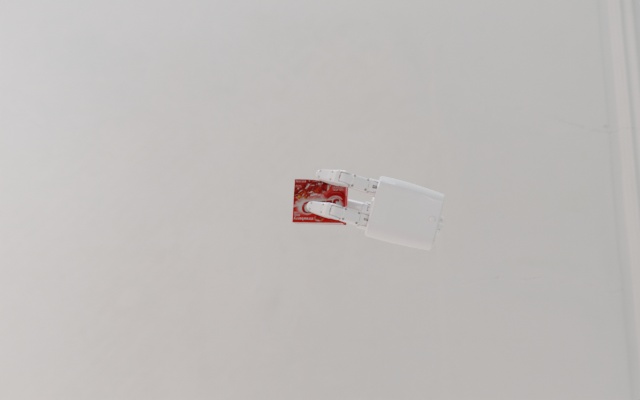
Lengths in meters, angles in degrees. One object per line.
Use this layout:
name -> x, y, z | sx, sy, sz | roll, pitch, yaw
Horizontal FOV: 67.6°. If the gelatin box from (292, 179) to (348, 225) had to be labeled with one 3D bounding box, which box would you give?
gelatin box -> 0.000, 0.003, 0.790 | 0.089, 0.073, 0.030 | 1, -9, 11
